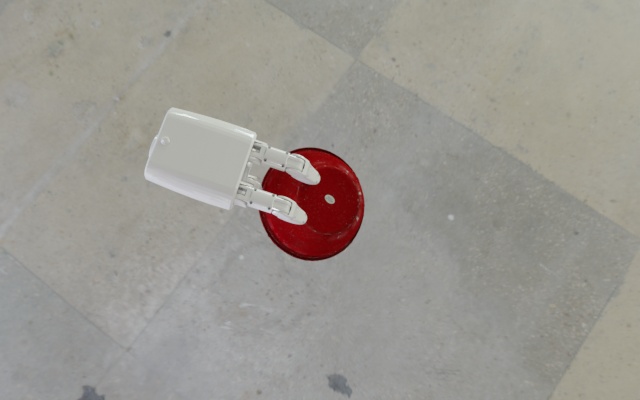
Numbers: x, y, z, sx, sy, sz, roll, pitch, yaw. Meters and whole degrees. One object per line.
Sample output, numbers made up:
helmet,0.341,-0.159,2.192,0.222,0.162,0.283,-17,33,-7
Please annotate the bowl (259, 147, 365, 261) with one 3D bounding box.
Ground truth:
bowl,0.002,0.002,0.651,0.162,0.162,0.055,0,-5,-23
